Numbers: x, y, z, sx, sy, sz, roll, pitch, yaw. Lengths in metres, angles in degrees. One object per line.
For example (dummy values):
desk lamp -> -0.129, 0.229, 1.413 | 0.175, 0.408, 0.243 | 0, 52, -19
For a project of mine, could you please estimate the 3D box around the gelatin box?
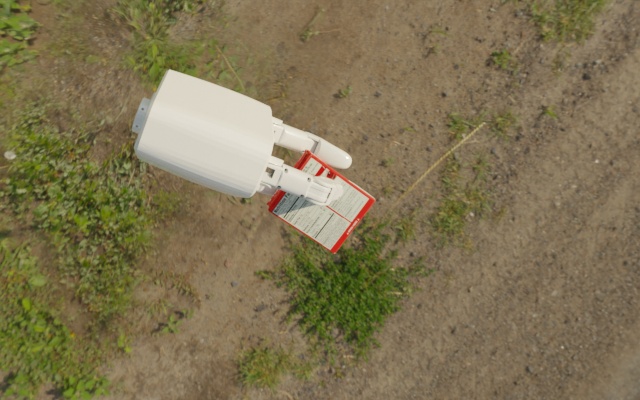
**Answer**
gelatin box -> 0.000, 0.002, 0.500 | 0.089, 0.073, 0.030 | 34, 7, -17
